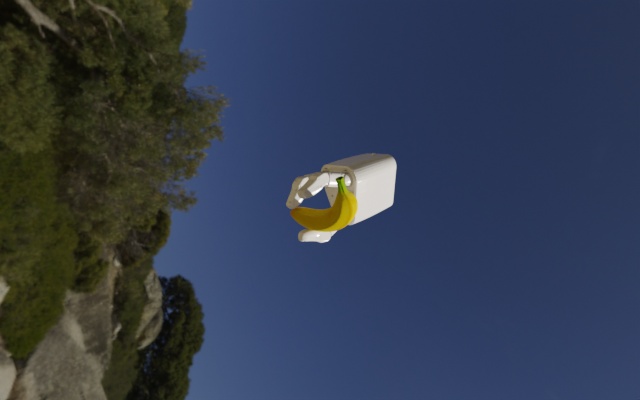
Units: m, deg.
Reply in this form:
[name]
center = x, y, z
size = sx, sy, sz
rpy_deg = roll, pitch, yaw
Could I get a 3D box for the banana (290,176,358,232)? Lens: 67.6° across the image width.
[banana]
center = 0.010, 0.018, 0.766
size = 0.037, 0.069, 0.198
rpy_deg = -24, -5, -31
